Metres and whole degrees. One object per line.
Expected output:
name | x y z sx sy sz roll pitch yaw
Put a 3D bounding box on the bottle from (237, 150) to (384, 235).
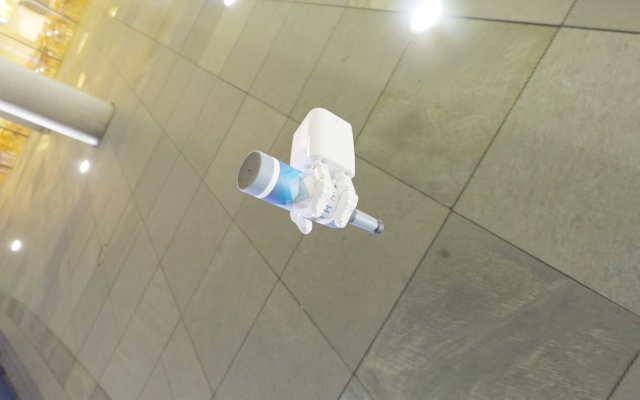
bottle | 0.000 0.003 0.813 0.296 0.069 0.069 24 -15 -36
